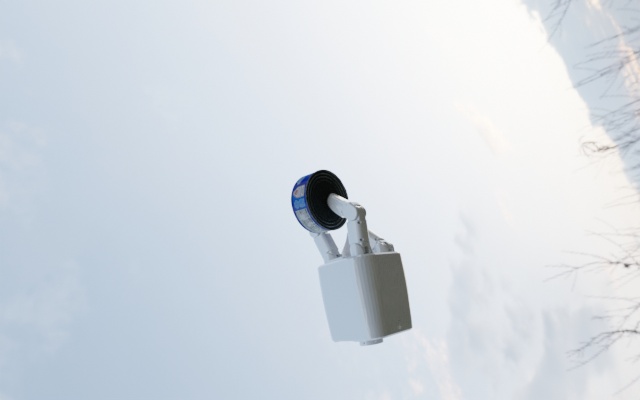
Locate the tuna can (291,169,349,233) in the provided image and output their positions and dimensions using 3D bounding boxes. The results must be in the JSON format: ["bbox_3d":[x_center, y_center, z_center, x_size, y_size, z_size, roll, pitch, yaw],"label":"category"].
[{"bbox_3d":[0.000,0.002,0.666,0.034,0.086,0.086,-16,-11,42],"label":"tuna can"}]
